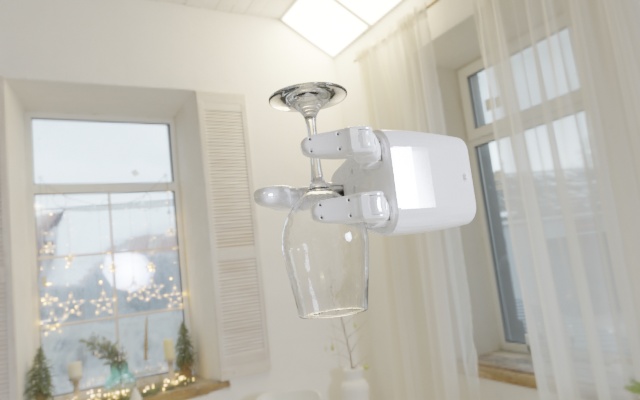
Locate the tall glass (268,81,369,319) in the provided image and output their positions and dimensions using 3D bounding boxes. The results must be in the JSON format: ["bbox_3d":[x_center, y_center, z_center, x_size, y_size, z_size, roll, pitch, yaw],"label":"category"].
[{"bbox_3d":[0.000,0.001,0.434,0.079,0.201,0.079,-6,-7,-1],"label":"tall glass"}]
